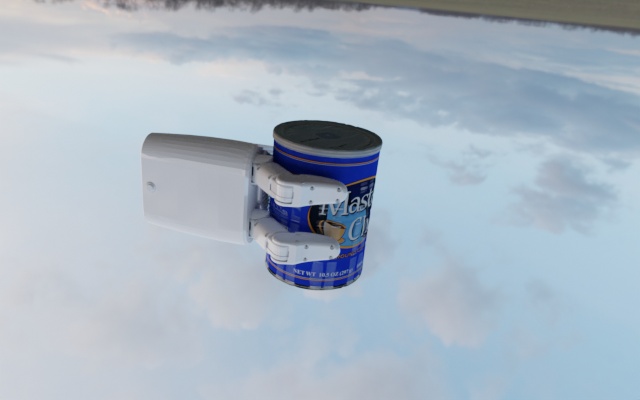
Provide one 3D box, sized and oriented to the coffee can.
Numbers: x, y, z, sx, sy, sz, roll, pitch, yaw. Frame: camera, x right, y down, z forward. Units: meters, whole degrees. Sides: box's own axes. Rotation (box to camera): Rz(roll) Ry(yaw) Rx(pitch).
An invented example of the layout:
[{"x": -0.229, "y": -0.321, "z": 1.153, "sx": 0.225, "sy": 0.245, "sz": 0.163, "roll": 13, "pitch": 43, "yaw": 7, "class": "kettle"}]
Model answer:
[{"x": 0.000, "y": 0.001, "z": 0.471, "sx": 0.103, "sy": 0.140, "sz": 0.102, "roll": 5, "pitch": 23, "yaw": -2, "class": "coffee can"}]
